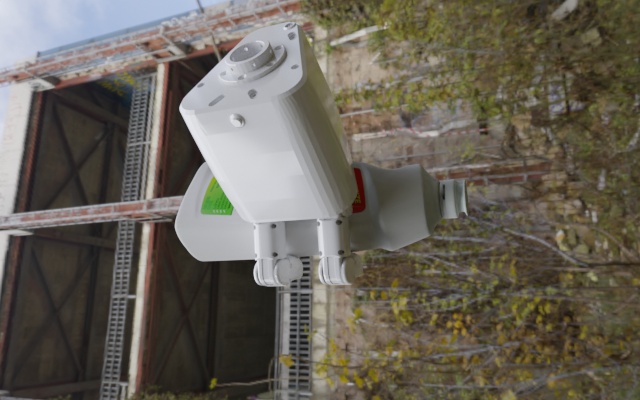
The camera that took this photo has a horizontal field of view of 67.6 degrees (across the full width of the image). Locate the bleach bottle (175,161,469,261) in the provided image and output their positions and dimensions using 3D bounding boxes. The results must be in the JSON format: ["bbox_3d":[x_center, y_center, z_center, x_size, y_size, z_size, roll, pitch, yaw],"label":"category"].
[{"bbox_3d":[0.000,0.002,0.426,0.251,0.102,0.068,-5,-45,21],"label":"bleach bottle"}]
